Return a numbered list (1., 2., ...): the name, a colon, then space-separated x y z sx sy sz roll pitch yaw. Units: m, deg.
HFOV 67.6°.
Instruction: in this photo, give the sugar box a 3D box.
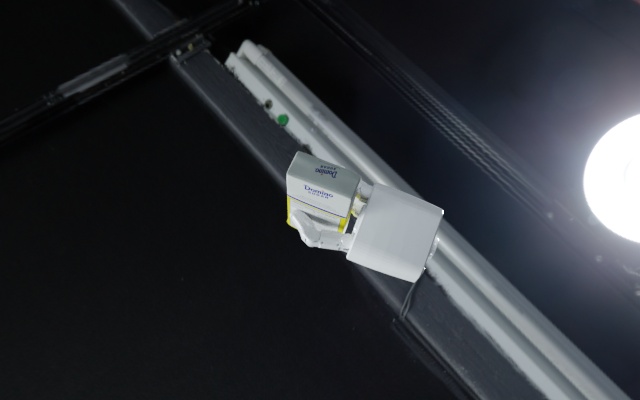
1. sugar box: 0.000 0.002 0.689 0.093 0.048 0.176 22 -26 5
